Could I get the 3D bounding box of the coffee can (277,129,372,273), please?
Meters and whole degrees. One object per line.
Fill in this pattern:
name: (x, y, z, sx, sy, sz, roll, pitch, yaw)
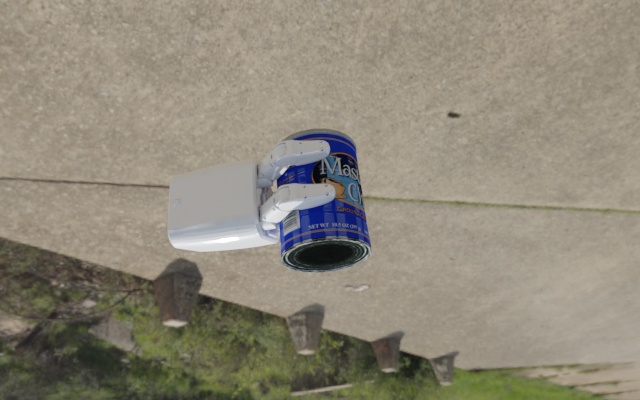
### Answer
coffee can: (0.000, 0.002, 0.564, 0.103, 0.140, 0.103, -5, -27, -2)
